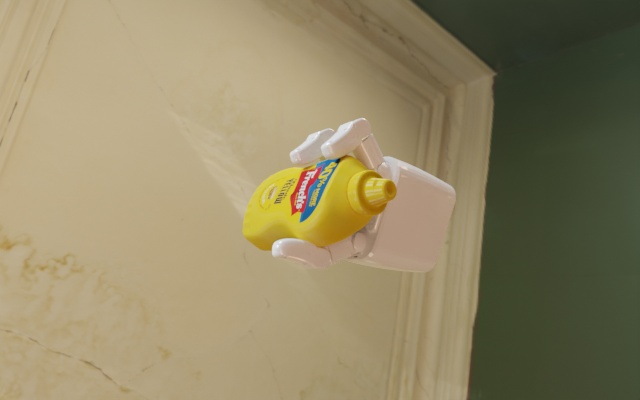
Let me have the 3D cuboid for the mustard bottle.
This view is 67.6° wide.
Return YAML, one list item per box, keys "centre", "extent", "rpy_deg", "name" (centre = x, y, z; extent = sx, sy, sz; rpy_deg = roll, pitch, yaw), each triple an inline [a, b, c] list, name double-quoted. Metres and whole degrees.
- centre: [0.000, 0.001, 0.479]
  extent: [0.058, 0.096, 0.191]
  rpy_deg: [43, -30, -27]
  name: "mustard bottle"
